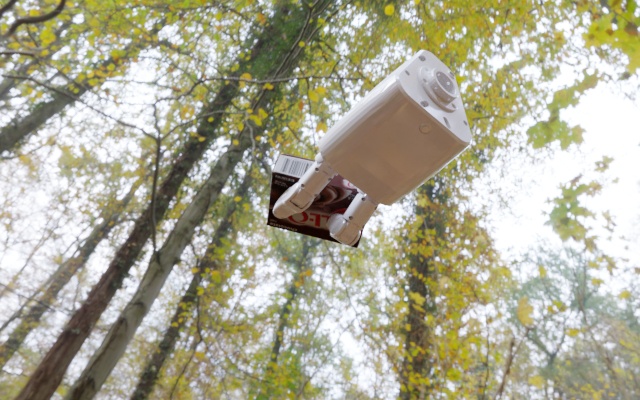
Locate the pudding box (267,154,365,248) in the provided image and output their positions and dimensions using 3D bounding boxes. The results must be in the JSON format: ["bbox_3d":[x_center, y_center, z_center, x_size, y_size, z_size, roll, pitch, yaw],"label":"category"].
[{"bbox_3d":[0.000,0.002,0.533,0.113,0.039,0.090,15,-44,3],"label":"pudding box"}]
